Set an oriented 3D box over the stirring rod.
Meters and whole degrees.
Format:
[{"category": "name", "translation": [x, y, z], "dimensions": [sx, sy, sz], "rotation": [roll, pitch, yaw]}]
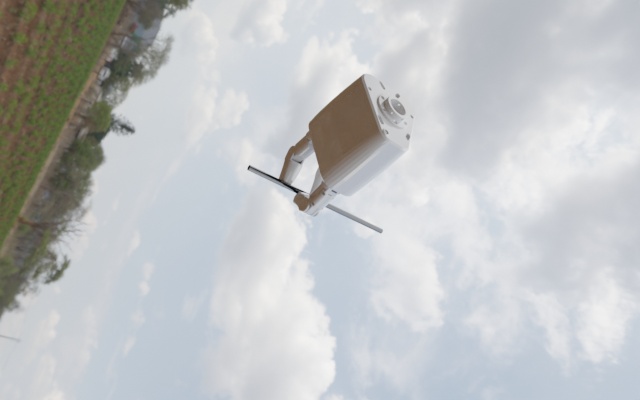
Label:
[{"category": "stirring rod", "translation": [0.000, 0.002, 0.689], "dimensions": [0.239, 0.011, 0.011], "rotation": [26, -13, -29]}]
